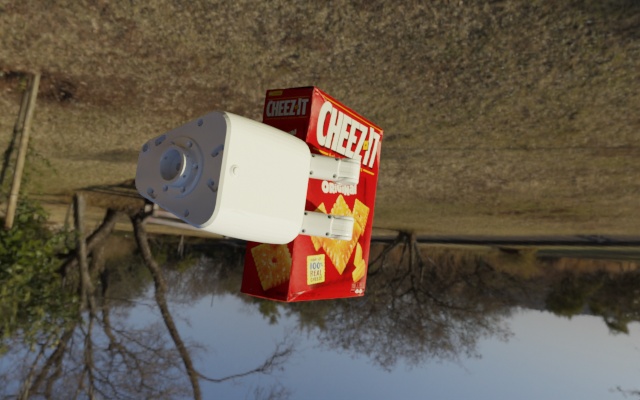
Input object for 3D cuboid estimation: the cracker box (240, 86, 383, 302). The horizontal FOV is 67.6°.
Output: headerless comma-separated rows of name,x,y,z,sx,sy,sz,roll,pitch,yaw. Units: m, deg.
cracker box,0.000,0.002,0.539,0.072,0.213,0.164,4,-6,33
